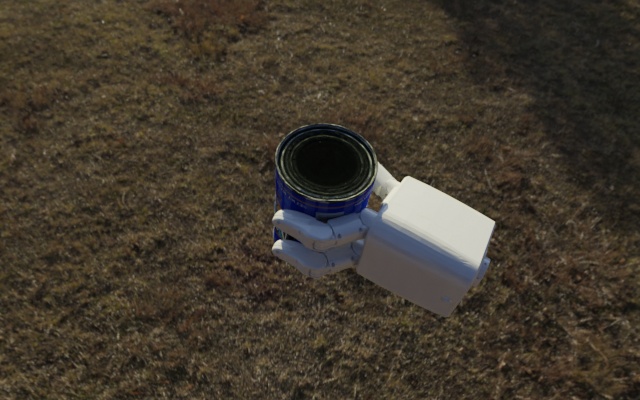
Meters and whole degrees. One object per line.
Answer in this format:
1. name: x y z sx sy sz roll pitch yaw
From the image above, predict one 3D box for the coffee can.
1. coffee can: 0.000 0.002 0.524 0.103 0.102 0.140 0 -36 -6
